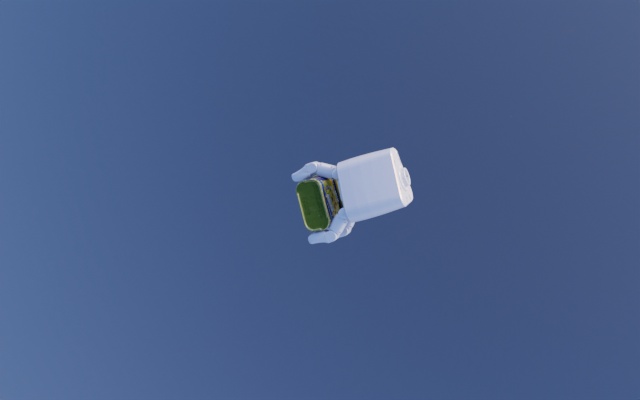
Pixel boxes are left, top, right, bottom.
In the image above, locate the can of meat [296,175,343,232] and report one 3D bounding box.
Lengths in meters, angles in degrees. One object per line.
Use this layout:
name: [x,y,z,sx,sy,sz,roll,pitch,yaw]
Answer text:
can of meat: [0.000,0.003,0.899,0.057,0.102,0.084,-13,4,23]
